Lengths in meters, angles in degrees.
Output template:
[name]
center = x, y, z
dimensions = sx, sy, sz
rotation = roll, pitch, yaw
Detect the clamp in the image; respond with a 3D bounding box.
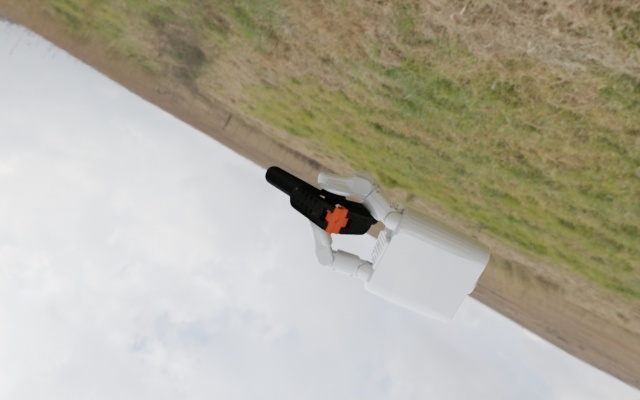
[clamp]
center = 0.000, 0.003, 0.557
dimensions = 0.164, 0.036, 0.210
rotation = 22, 6, 0
